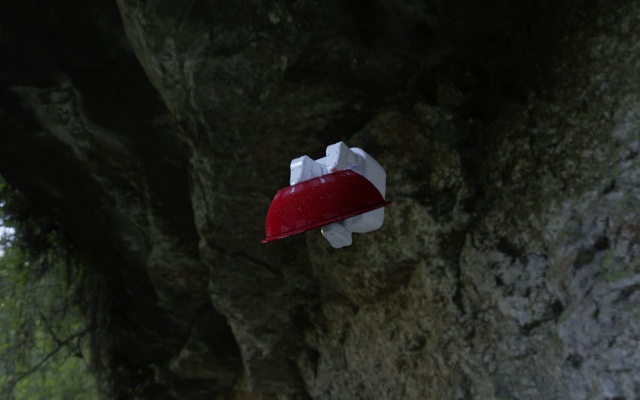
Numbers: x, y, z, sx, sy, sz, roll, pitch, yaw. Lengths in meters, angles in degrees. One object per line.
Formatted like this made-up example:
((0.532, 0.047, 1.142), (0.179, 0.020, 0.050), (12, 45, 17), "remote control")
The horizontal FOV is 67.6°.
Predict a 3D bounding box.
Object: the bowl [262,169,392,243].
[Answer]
((0.000, 0.001, 0.570), (0.162, 0.055, 0.162), (-17, -1, 0), "bowl")
